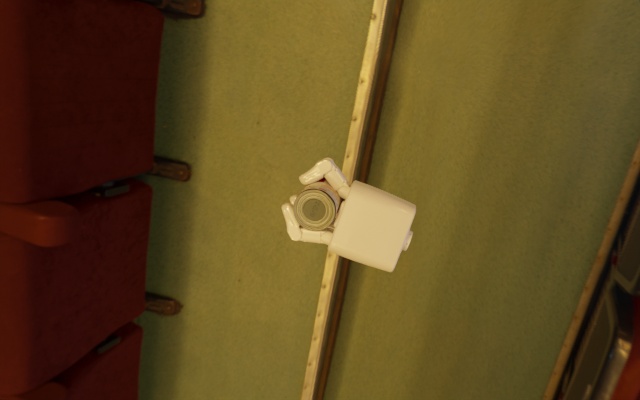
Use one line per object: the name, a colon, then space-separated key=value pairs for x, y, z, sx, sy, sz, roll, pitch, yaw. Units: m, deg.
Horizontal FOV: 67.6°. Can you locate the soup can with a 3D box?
soup can: x=0.000 y=0.002 z=0.756 sx=0.068 sy=0.068 sz=0.102 roll=0 pitch=15 yaw=11
